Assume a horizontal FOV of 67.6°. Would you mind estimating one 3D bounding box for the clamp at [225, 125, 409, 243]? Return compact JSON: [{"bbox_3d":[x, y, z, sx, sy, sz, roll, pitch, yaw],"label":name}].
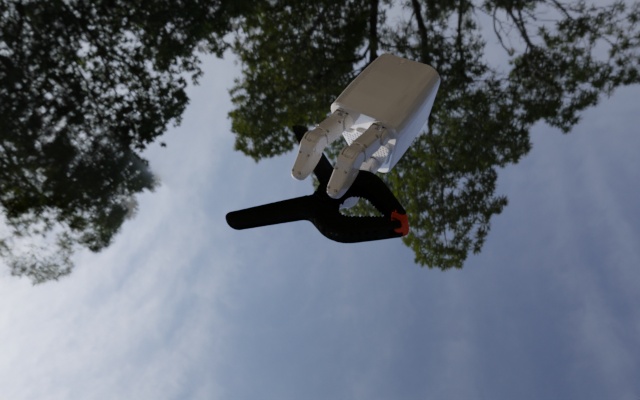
[{"bbox_3d":[0.001,0.002,0.557,0.210,0.164,0.036,28,-22,30],"label":"clamp"}]
